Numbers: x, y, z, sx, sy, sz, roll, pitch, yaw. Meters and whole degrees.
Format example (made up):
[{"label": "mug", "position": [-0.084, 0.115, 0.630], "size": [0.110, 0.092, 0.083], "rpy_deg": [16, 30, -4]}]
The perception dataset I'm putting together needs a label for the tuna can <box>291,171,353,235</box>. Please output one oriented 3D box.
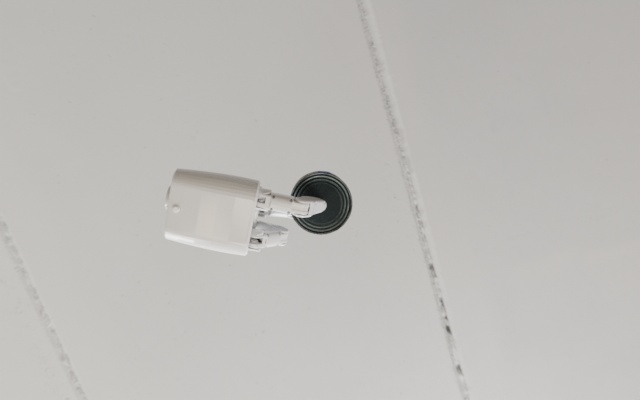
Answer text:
[{"label": "tuna can", "position": [0.000, 0.002, 0.662], "size": [0.086, 0.086, 0.033], "rpy_deg": [0, 9, -3]}]
